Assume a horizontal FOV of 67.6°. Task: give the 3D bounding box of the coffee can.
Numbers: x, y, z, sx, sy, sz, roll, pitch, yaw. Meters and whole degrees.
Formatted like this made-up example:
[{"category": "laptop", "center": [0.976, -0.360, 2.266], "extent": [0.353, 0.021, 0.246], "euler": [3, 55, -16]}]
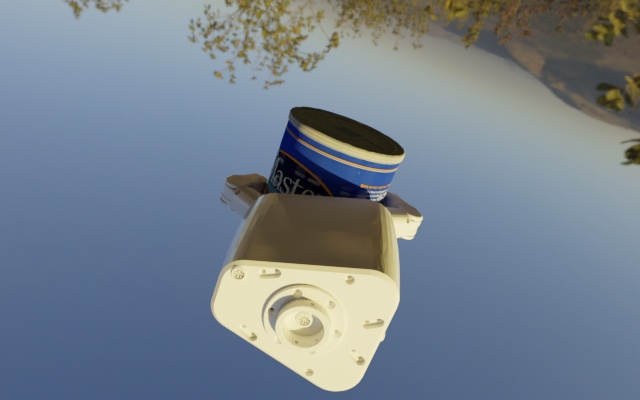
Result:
[{"category": "coffee can", "center": [0.000, 0.001, 0.425], "extent": [0.103, 0.140, 0.102], "euler": [18, 21, -7]}]
